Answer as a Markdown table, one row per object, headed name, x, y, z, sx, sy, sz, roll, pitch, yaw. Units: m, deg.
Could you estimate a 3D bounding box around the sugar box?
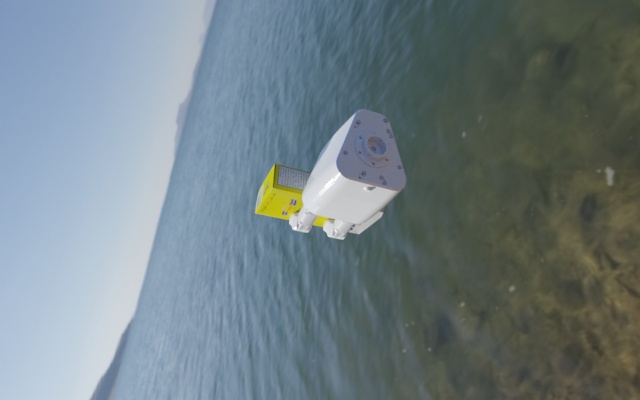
| name | x | y | z | sx | sy | sz | roll | pitch | yaw |
| --- | --- | --- | --- | --- | --- | --- | --- | --- | --- |
| sugar box | 0.000 | 0.003 | 0.714 | 0.176 | 0.048 | 0.093 | 14 | -29 | -17 |
